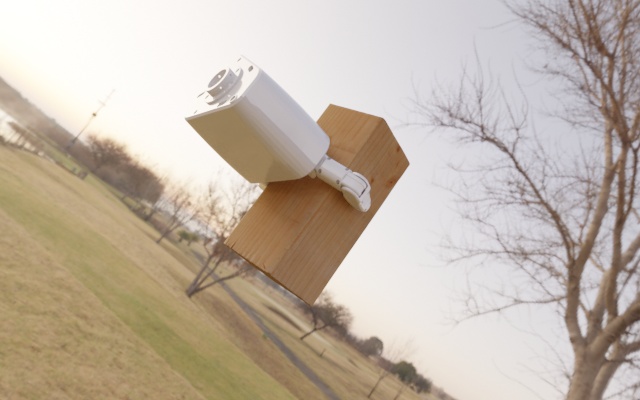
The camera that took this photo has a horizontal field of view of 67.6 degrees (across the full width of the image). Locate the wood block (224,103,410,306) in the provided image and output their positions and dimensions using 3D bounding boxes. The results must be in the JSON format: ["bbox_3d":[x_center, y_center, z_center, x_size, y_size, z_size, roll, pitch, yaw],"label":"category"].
[{"bbox_3d":[0.000,0.002,0.549,0.090,0.206,0.090,25,-16,41],"label":"wood block"}]
